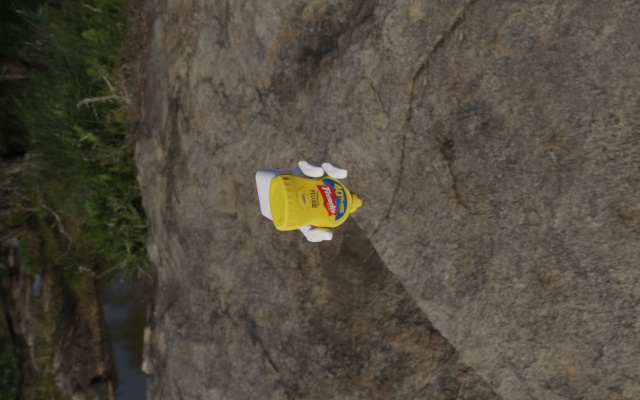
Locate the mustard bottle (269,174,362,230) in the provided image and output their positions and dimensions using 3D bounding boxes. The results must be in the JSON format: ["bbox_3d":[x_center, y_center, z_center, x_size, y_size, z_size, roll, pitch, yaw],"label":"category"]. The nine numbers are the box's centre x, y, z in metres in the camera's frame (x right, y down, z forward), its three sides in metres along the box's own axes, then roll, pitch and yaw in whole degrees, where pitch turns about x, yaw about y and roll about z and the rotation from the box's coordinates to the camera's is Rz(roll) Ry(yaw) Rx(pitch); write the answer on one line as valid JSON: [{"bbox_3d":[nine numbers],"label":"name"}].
[{"bbox_3d":[0.000,0.003,0.876,0.191,0.096,0.058,0,-14,-38],"label":"mustard bottle"}]
